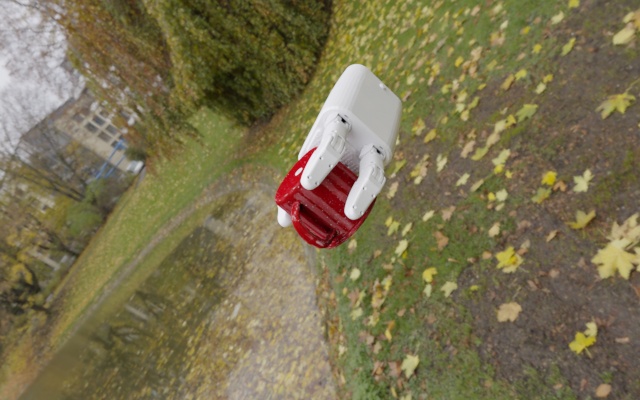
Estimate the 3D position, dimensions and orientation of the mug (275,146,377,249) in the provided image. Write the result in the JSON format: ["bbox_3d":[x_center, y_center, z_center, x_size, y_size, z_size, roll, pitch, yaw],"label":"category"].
[{"bbox_3d":[-0.001,0.003,0.527,0.081,0.117,0.093,38,-46,-16],"label":"mug"}]
